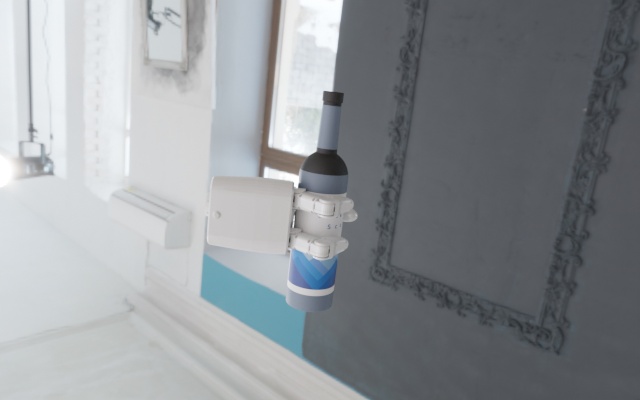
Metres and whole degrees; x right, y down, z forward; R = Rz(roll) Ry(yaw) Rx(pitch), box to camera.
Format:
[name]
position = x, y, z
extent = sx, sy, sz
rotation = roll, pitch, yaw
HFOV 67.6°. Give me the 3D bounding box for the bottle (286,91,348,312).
[bottle]
position = 0.000, 0.002, 0.649
extent = 0.069, 0.296, 0.069
rotation = 6, 13, -1
